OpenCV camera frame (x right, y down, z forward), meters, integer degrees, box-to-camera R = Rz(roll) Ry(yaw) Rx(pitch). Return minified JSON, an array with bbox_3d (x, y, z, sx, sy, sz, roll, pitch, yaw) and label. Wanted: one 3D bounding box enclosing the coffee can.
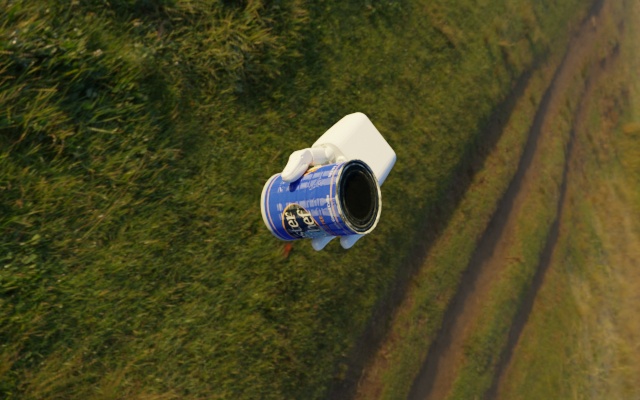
[{"bbox_3d":[0.000,0.002,0.679,0.140,0.103,0.103,-8,-5,39],"label":"coffee can"}]
